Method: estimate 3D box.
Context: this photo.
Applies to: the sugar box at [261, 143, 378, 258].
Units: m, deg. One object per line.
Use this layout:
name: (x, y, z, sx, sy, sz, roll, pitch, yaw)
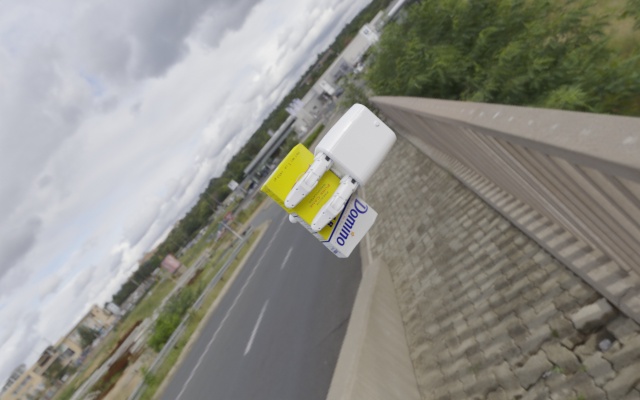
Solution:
sugar box: (0.000, 0.002, 0.767, 0.176, 0.093, 0.048, 40, -16, -8)
